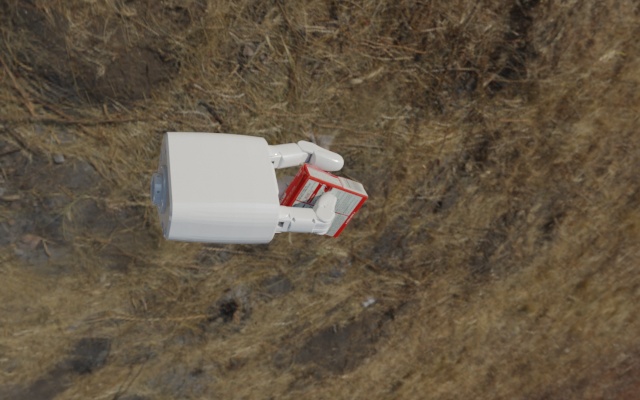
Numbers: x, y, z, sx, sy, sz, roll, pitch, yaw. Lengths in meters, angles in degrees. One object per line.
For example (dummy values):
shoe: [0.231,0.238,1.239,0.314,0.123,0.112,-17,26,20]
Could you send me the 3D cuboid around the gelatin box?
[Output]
gelatin box: [0.000,0.002,0.575,0.089,0.073,0.030,18,32,-29]
